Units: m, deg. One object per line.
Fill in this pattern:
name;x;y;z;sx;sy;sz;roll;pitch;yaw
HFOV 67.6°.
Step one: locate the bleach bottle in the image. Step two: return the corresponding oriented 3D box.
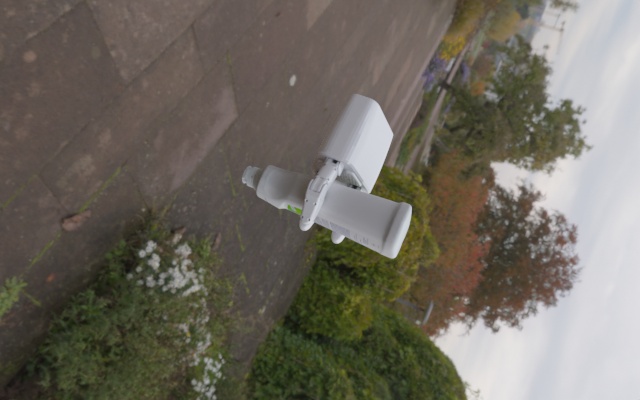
bleach bottle;0.000;0.002;0.682;0.251;0.068;0.103;22;-16;15
